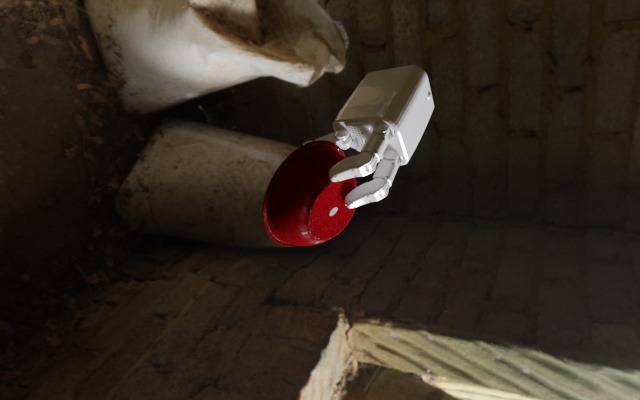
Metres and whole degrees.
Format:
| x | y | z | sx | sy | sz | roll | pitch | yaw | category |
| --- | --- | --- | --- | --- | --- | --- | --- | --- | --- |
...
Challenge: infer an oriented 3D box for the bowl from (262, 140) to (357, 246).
| x | y | z | sx | sy | sz | roll | pitch | yaw | category |
| --- | --- | --- | --- | --- | --- | --- | --- | --- | --- |
| 0.000 | 0.003 | 0.655 | 0.055 | 0.162 | 0.162 | 31 | 20 | 38 | bowl |
